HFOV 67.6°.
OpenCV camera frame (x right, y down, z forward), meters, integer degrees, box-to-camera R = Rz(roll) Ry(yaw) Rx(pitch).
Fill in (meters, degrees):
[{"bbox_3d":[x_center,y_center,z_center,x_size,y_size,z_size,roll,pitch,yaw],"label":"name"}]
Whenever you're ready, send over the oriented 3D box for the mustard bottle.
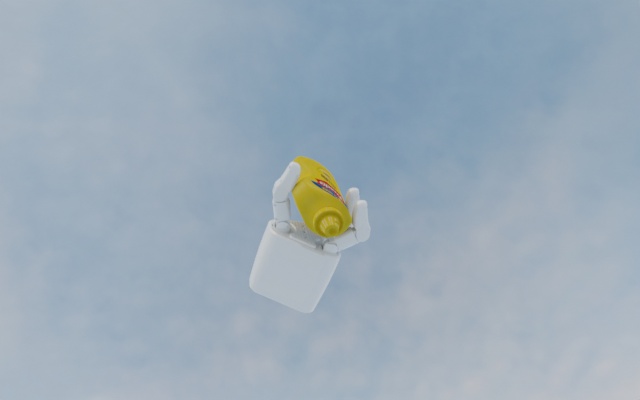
[{"bbox_3d":[0.000,0.002,0.693,0.096,0.058,0.191,42,12,-22],"label":"mustard bottle"}]
